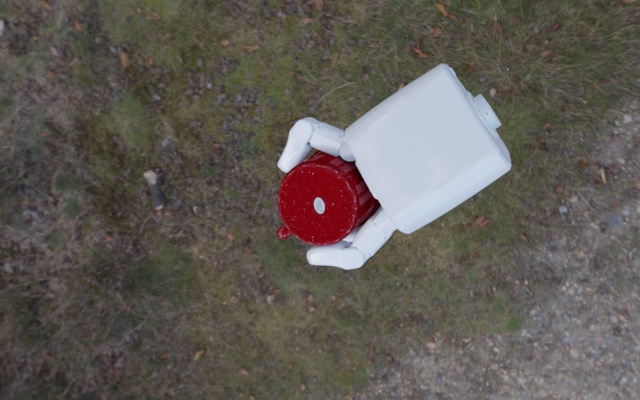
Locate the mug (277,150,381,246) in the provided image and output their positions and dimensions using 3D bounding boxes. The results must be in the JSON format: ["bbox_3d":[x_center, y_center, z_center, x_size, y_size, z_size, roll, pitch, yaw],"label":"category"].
[{"bbox_3d":[-0.001,0.002,0.477,0.117,0.093,0.081,-36,0,24],"label":"mug"}]
